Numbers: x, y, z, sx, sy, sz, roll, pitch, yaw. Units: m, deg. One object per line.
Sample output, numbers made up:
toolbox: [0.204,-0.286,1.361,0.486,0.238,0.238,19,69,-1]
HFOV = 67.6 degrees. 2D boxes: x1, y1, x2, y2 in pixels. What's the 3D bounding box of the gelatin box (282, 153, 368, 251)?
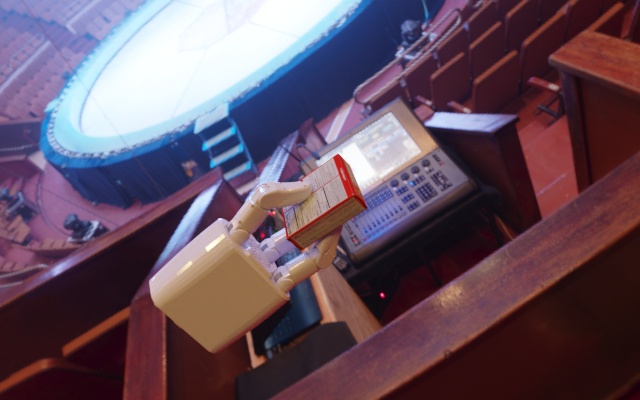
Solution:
gelatin box: [0.000,0.001,0.517,0.089,0.073,0.030,-35,-51,16]
